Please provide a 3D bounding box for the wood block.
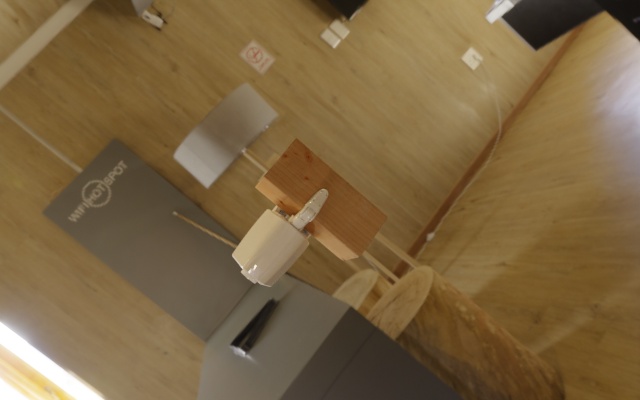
[{"bbox_3d":[0.000,0.003,0.827,0.206,0.090,0.091,40,-20,-7],"label":"wood block"}]
